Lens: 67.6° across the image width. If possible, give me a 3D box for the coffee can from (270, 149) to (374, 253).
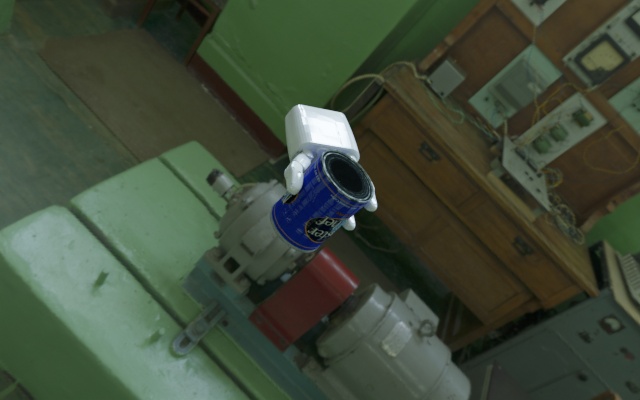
[{"bbox_3d":[0.000,0.003,0.753,0.103,0.102,0.140,0,-36,-48],"label":"coffee can"}]
